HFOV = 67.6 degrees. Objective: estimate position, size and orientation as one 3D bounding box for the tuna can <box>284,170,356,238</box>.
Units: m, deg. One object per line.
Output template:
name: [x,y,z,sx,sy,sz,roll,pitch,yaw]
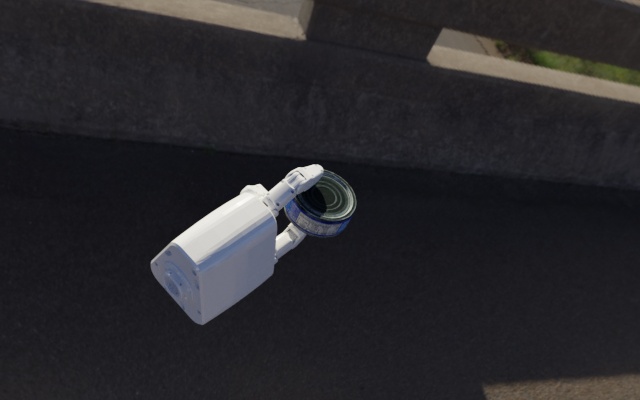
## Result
tuna can: [0.000,0.002,0.587,0.086,0.086,0.034,0,-39,-25]
